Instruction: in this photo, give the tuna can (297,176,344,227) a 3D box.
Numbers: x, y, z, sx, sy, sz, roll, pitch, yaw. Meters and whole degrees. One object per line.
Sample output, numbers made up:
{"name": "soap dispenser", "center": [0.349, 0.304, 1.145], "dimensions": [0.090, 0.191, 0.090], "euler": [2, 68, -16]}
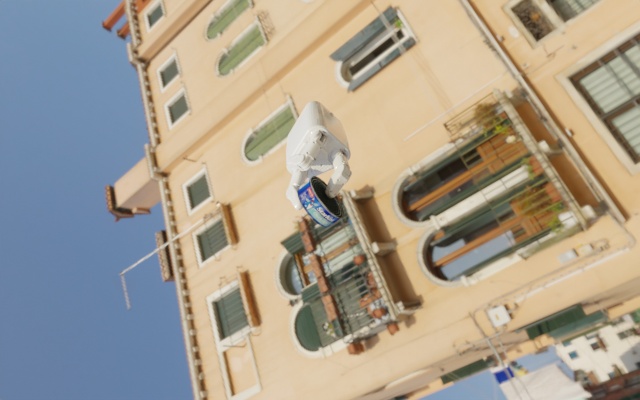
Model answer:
{"name": "tuna can", "center": [0.000, 0.003, 0.808], "dimensions": [0.034, 0.086, 0.086], "euler": [-37, -14, 19]}
